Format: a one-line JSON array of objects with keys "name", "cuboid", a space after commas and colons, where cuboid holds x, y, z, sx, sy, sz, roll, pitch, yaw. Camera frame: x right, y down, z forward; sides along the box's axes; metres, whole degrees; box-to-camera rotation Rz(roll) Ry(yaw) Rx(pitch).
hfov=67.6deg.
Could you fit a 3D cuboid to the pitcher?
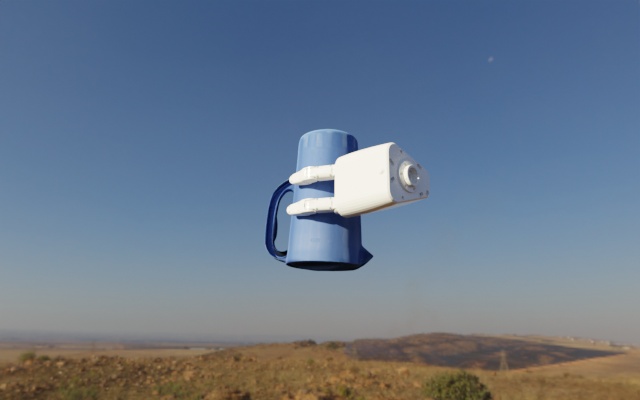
[{"name": "pitcher", "cuboid": [0.000, 0.003, 0.847, 0.149, 0.242, 0.145, 14, -20, -39]}]
